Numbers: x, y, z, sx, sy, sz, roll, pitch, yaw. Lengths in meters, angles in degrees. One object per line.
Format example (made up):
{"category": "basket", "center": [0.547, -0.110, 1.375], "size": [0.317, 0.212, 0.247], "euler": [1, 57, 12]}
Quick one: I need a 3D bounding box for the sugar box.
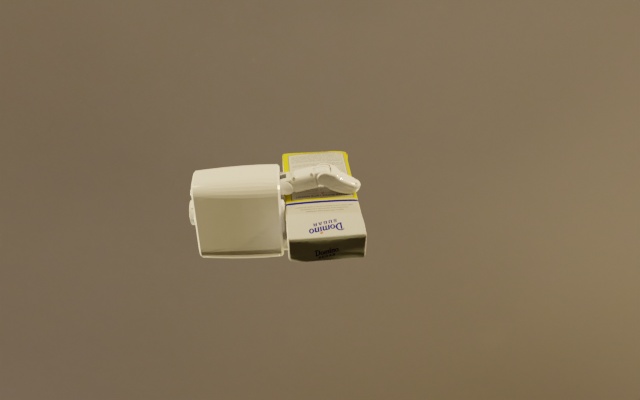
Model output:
{"category": "sugar box", "center": [0.000, 0.002, 0.619], "size": [0.093, 0.048, 0.176], "euler": [-3, 42, -3]}
